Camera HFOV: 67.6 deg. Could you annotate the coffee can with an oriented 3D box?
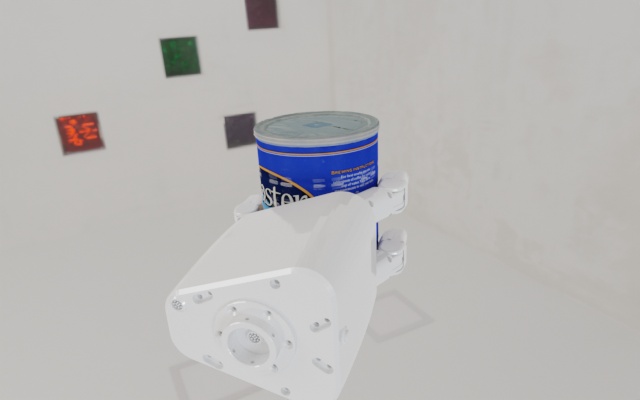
[{"bbox_3d":[0.000,0.001,0.415,0.103,0.140,0.102,-3,21,1],"label":"coffee can"}]
